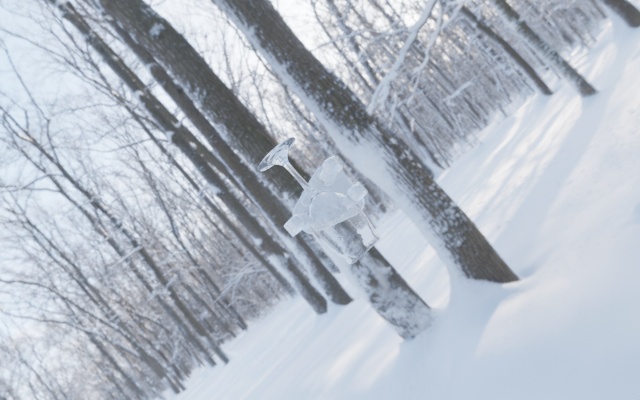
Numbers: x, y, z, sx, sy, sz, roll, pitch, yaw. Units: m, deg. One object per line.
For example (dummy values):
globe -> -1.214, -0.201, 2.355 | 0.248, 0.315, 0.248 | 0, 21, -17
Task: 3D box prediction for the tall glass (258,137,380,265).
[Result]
tall glass -> 0.000, 0.002, 0.718 | 0.079, 0.201, 0.079 | -42, -6, -5
